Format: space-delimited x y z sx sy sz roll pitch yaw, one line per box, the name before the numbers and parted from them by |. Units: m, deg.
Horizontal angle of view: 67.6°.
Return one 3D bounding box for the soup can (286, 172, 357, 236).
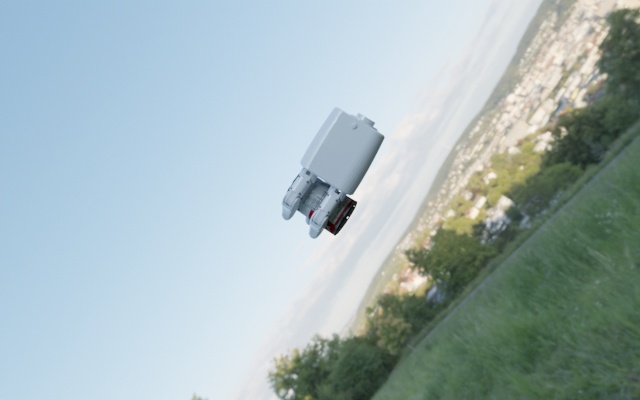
soup can | 0.000 0.003 0.786 0.102 0.068 0.068 33 7 11
